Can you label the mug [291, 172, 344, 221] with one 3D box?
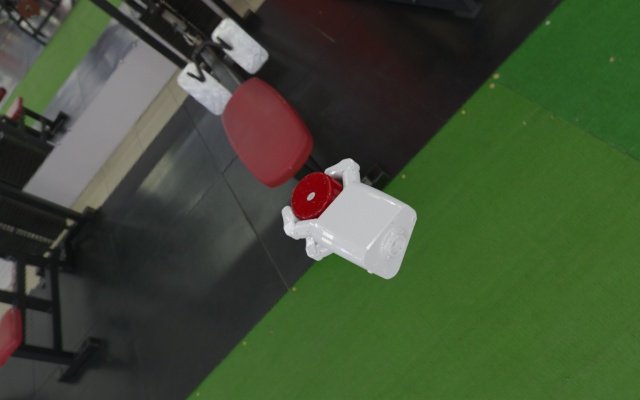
[{"bbox_3d":[-0.001,0.002,0.773,0.117,0.093,0.081,24,-6,44],"label":"mug"}]
